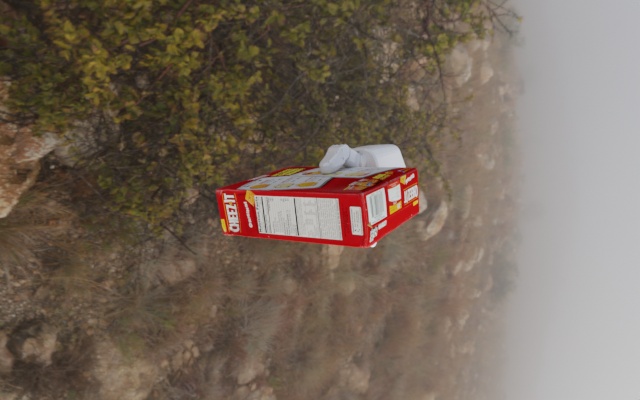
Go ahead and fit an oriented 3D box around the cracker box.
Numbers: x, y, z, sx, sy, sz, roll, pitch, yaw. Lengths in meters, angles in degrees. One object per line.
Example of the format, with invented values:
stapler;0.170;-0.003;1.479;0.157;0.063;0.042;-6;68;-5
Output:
cracker box;0.000;0.002;0.625;0.213;0.072;0.164;2;14;32
